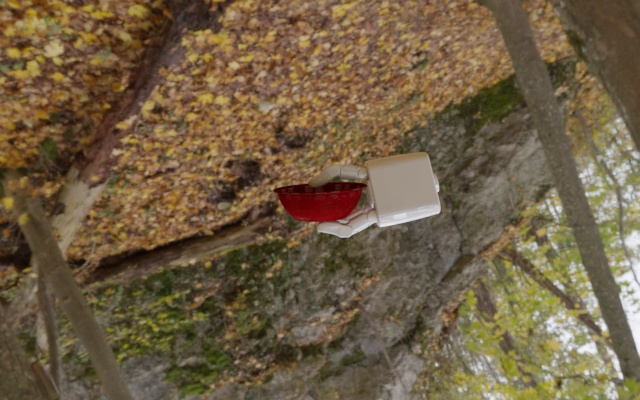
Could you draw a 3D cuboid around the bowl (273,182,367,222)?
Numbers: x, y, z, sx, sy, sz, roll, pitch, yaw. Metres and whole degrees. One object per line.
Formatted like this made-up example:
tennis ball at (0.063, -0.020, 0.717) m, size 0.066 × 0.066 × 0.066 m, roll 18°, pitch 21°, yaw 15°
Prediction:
bowl at (-0.001, 0.003, 0.826) m, size 0.162 × 0.055 × 0.162 m, roll -2°, pitch 8°, yaw 0°
